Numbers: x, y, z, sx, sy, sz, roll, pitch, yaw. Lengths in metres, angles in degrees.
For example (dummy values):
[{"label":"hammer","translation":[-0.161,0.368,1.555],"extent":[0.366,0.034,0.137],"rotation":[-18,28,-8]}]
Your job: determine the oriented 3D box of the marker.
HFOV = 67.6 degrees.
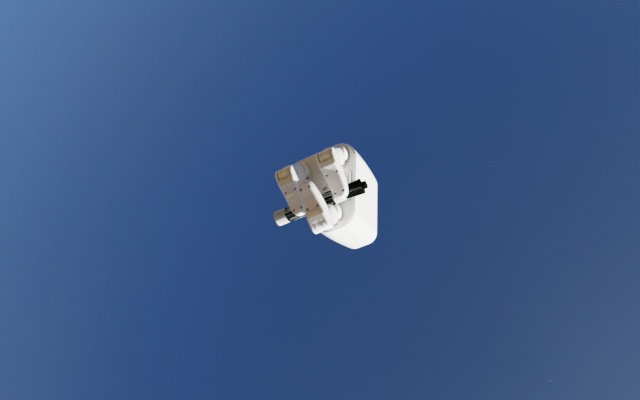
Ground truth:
[{"label":"marker","translation":[0.000,0.002,0.574],"extent":[0.121,0.020,0.020],"rotation":[-21,-7,17]}]
